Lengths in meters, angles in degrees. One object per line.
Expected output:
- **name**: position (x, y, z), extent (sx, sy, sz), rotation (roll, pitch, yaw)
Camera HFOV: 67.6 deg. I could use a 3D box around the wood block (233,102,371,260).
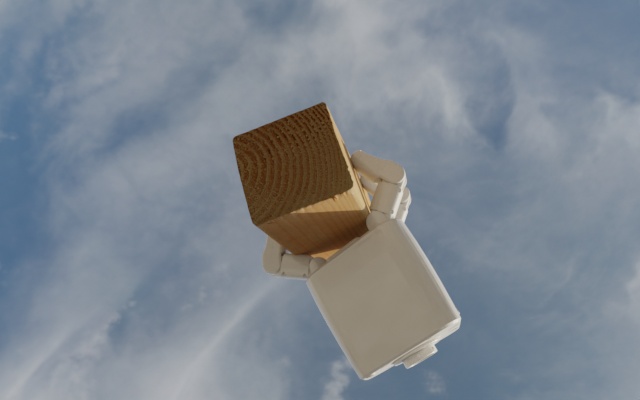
- **wood block**: position (0.000, 0.002, 0.490), extent (0.091, 0.090, 0.206), rotation (-21, -24, 7)
